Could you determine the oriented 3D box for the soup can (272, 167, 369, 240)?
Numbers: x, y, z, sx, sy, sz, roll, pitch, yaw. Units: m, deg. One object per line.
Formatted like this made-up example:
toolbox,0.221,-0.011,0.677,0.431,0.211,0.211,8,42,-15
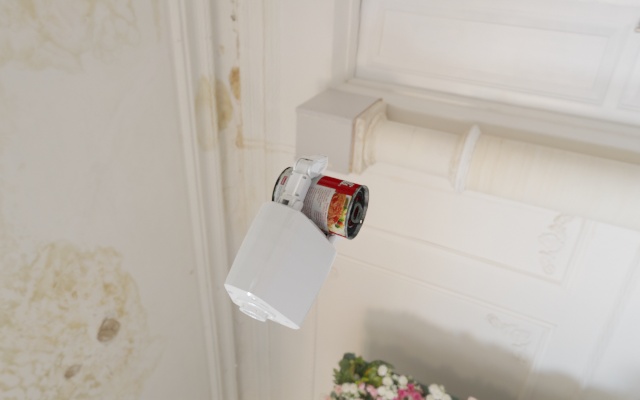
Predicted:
soup can,0.000,0.001,0.585,0.102,0.068,0.068,16,6,22
